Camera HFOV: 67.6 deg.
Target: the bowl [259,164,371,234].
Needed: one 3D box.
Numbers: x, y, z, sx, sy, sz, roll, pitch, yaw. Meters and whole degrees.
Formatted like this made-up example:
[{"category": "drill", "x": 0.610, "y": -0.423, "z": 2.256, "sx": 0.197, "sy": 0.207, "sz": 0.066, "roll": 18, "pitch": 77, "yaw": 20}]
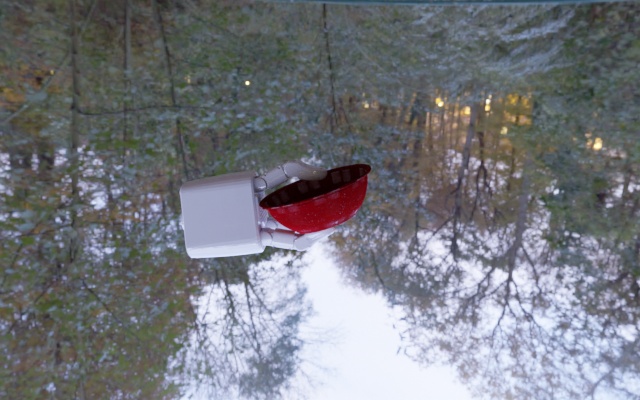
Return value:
[{"category": "bowl", "x": 0.001, "y": 0.002, "z": 0.657, "sx": 0.162, "sy": 0.055, "sz": 0.162, "roll": -19, "pitch": 12, "yaw": 4}]
